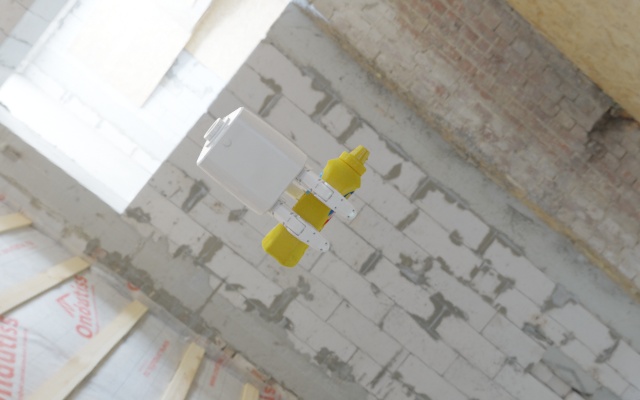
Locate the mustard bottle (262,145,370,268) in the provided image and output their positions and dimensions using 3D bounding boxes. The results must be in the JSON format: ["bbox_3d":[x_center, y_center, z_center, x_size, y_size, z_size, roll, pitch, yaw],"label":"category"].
[{"bbox_3d":[0.000,0.003,0.660,0.058,0.191,0.096,39,2,4],"label":"mustard bottle"}]
